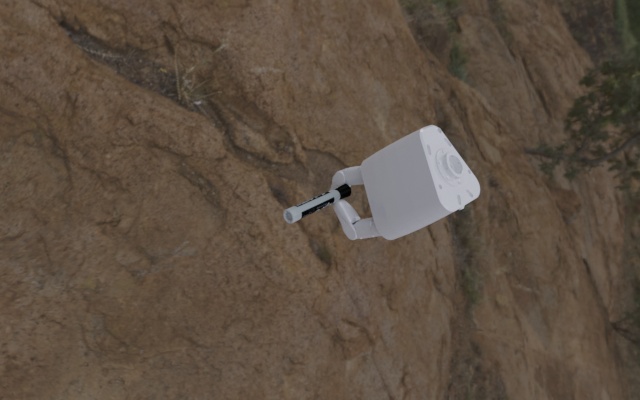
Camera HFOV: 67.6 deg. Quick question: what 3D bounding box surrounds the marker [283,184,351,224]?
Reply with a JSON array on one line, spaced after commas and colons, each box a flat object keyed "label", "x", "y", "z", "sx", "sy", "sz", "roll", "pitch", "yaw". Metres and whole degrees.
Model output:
[{"label": "marker", "x": 0.000, "y": 0.002, "z": 0.636, "sx": 0.020, "sy": 0.020, "sz": 0.121, "roll": 0, "pitch": 17, "yaw": 45}]
